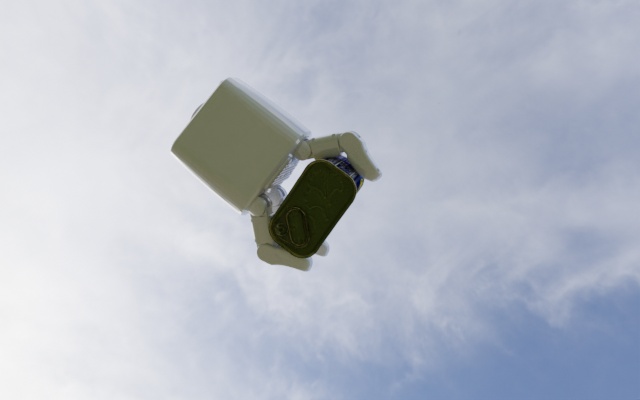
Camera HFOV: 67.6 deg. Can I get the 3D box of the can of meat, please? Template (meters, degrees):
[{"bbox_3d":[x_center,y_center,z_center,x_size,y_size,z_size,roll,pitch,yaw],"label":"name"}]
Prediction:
[{"bbox_3d":[0.000,0.002,0.509,0.057,0.102,0.084,36,17,4],"label":"can of meat"}]
